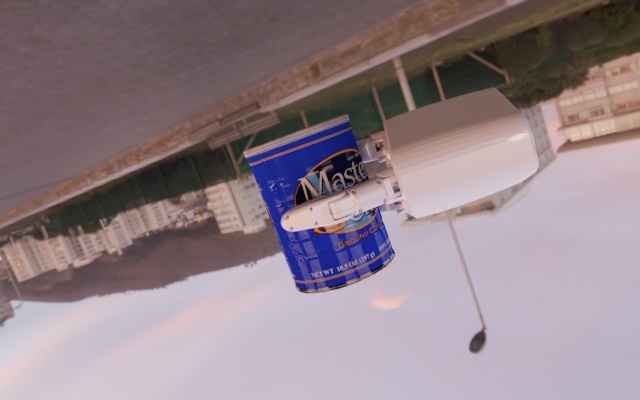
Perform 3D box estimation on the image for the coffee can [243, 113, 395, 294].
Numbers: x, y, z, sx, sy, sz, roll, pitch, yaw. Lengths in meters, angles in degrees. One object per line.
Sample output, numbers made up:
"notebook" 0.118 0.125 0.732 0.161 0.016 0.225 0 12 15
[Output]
"coffee can" 0.000 0.001 0.452 0.103 0.140 0.103 -19 8 3
